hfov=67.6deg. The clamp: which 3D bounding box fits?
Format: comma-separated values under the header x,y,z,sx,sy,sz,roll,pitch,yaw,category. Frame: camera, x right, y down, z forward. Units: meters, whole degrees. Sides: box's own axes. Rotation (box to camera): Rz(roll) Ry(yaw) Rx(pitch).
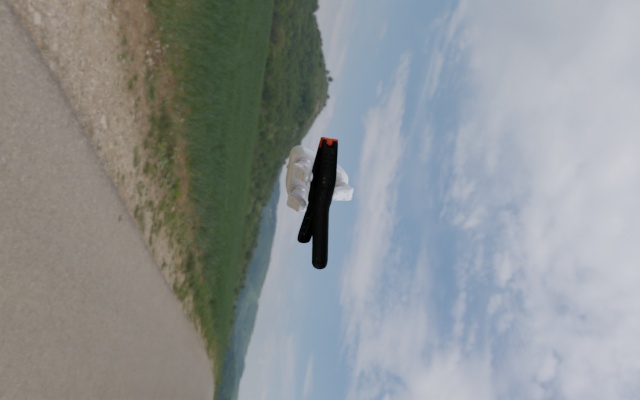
x,y,z,sx,sy,sz,roll,pitch,yaw,category
0.001,0.002,0.795,0.036,0.210,0.164,7,16,-14,clamp
